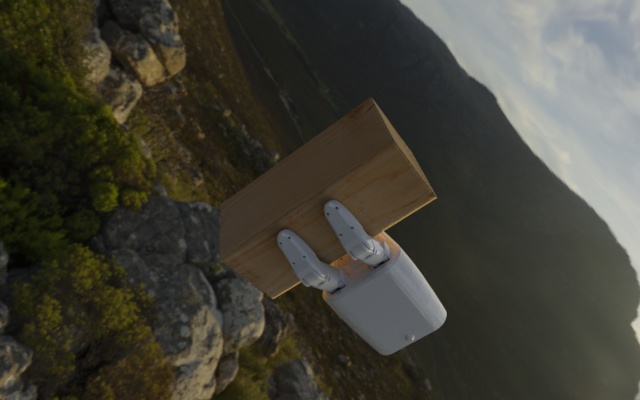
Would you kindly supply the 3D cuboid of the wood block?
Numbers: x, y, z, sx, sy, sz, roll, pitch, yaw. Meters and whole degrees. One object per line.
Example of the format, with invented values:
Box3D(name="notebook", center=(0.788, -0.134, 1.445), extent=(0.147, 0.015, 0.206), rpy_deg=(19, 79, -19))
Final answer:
Box3D(name="wood block", center=(0.000, 0.002, 0.501), extent=(0.206, 0.090, 0.090), rpy_deg=(-34, -54, 16))
